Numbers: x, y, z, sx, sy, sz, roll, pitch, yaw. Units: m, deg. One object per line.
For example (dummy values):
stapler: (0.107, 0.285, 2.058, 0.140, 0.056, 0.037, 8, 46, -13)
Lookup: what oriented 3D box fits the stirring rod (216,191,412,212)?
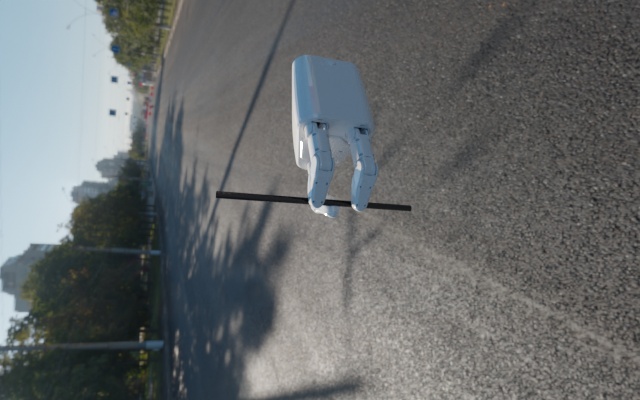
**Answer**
stirring rod: (0.000, 0.002, 0.557, 0.239, 0.011, 0.011, 4, -2, -21)
